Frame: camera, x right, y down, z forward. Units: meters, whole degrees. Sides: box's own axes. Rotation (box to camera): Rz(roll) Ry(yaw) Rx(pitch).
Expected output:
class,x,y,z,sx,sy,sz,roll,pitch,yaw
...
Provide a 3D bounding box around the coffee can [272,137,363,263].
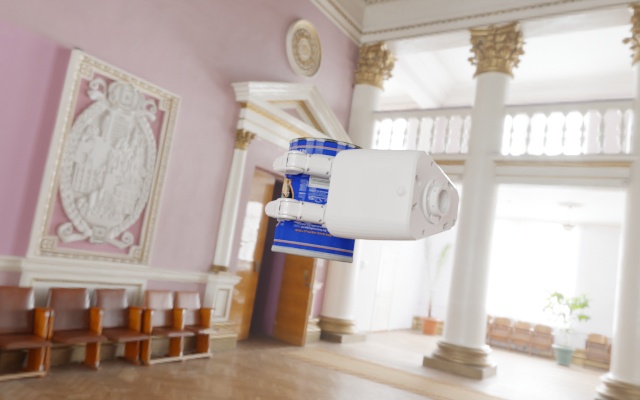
class,x,y,z,sx,sy,sz,roll,pitch,yaw
coffee can,0.000,0.002,0.602,0.103,0.140,0.103,9,-6,1
